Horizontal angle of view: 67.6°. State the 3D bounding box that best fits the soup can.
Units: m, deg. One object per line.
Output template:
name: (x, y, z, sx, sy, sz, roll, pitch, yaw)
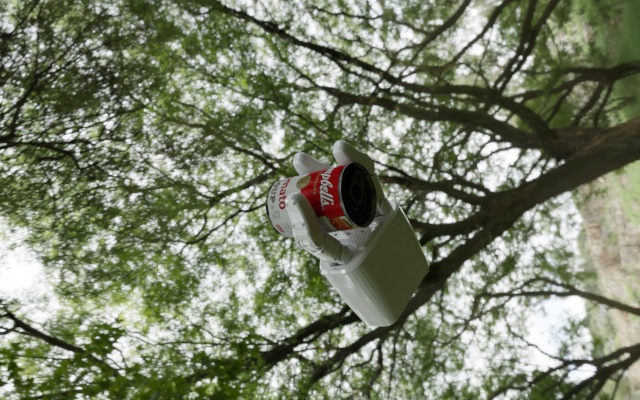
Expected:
soup can: (0.000, 0.001, 0.514, 0.102, 0.068, 0.068, -11, -6, 36)
